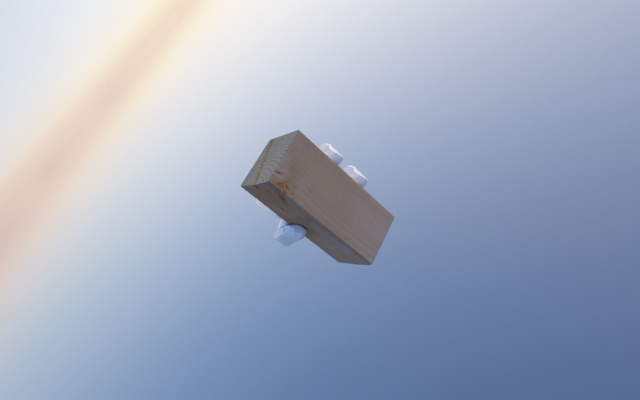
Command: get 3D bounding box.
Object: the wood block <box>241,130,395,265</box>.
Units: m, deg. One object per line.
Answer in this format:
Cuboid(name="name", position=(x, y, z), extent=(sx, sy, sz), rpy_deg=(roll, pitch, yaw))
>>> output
Cuboid(name="wood block", position=(0.000, 0.002, 0.704), extent=(0.206, 0.090, 0.090), rpy_deg=(39, -23, -26))
